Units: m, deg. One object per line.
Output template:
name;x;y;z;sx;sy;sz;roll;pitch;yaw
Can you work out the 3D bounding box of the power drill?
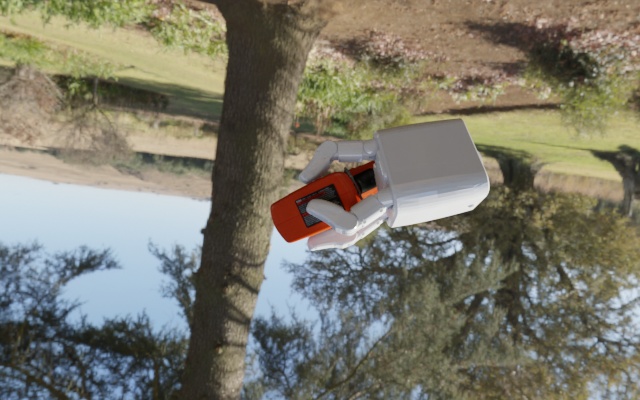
power drill;0.000;0.002;0.631;0.184;0.057;0.187;-27;2;16
